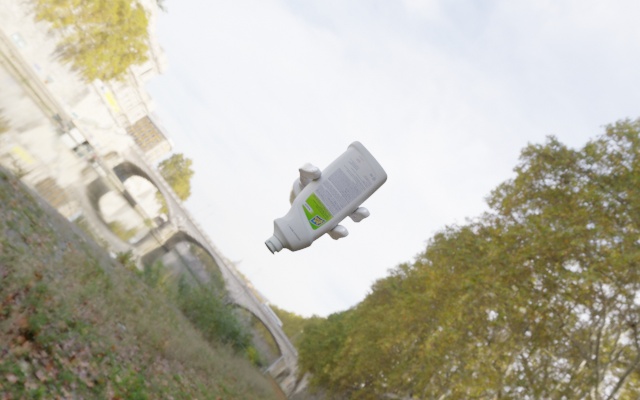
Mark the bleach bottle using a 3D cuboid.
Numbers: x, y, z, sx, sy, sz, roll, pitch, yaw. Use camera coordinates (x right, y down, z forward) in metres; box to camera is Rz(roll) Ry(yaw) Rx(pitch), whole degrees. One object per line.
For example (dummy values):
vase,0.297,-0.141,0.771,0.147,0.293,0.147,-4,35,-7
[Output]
bleach bottle,0.000,0.003,0.861,0.251,0.102,0.068,-38,-7,-17
